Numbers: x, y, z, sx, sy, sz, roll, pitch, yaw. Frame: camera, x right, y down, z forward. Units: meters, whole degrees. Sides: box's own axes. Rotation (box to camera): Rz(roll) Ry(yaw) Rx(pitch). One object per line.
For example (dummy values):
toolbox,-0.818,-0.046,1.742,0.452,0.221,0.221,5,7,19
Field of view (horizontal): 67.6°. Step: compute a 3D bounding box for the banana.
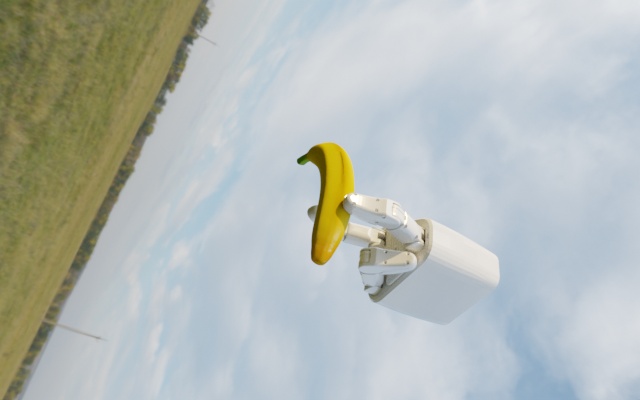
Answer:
banana,0.010,-0.014,0.522,0.037,0.070,0.197,25,29,-21
